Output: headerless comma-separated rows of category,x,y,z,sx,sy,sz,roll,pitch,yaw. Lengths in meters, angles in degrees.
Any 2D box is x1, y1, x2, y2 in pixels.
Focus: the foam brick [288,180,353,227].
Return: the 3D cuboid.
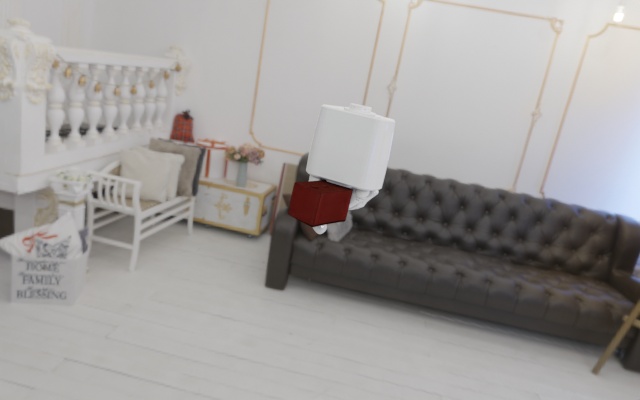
foam brick,0.000,0.002,0.697,0.053,0.051,0.078,24,20,35
